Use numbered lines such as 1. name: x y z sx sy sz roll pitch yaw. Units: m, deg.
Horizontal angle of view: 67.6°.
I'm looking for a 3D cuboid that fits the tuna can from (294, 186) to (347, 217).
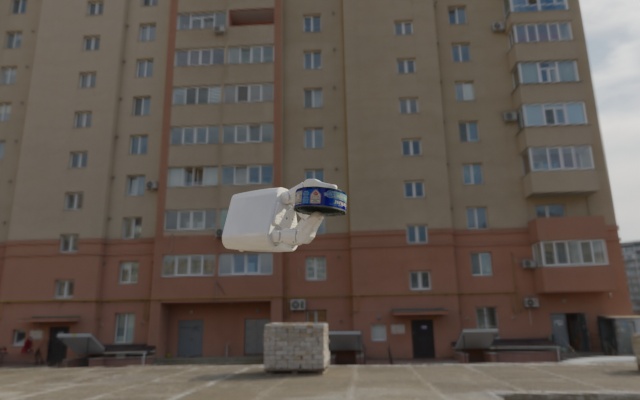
1. tuna can: 0.000 0.002 0.778 0.086 0.033 0.086 4 -11 1
